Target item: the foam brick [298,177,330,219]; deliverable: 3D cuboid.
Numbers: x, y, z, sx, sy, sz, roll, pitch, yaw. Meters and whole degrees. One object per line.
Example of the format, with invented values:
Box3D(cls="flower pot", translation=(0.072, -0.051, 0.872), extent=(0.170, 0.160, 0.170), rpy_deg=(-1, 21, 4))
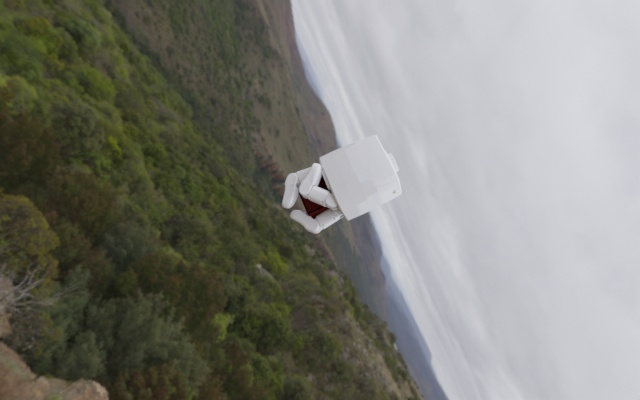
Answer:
Box3D(cls="foam brick", translation=(0.000, 0.003, 0.847), extent=(0.051, 0.053, 0.078), rpy_deg=(-25, -20, 4))
